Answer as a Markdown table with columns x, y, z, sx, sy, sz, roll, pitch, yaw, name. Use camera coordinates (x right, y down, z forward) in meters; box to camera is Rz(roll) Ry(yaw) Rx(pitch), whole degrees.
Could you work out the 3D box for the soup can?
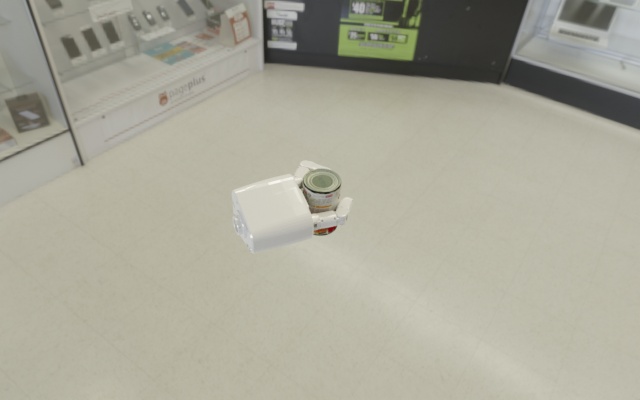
| x | y | z | sx | sy | sz | roll | pitch | yaw | name |
| --- | --- | --- | --- | --- | --- | --- | --- | --- | --- |
| 0.001 | 0.002 | 0.838 | 0.068 | 0.102 | 0.068 | 2 | 41 | -2 | soup can |
